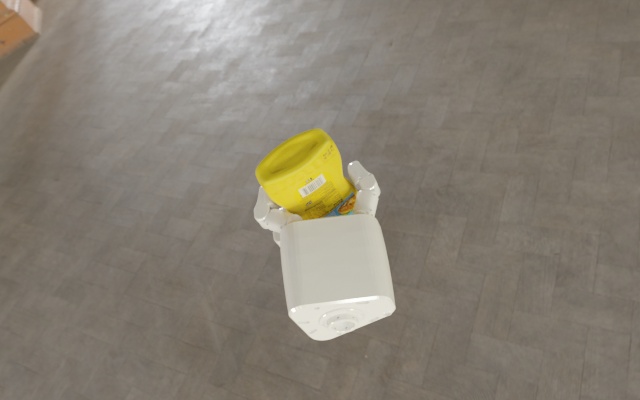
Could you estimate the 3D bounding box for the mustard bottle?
[{"bbox_3d":[0.000,0.002,0.606,0.096,0.058,0.192,-35,-41,-3],"label":"mustard bottle"}]
